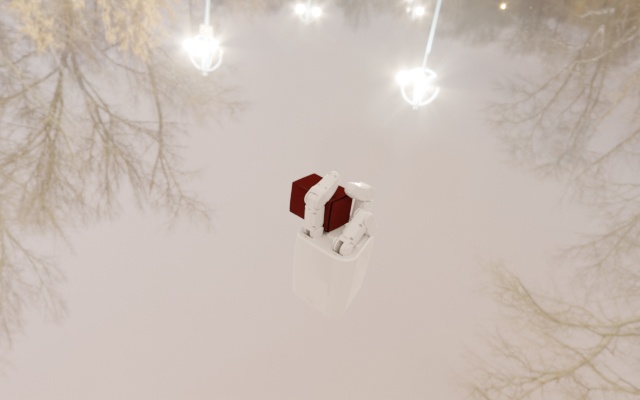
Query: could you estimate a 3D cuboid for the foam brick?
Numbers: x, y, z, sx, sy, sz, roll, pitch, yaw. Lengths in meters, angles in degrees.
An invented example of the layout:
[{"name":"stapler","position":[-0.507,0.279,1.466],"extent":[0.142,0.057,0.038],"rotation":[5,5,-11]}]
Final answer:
[{"name":"foam brick","position":[0.000,0.002,0.696],"extent":[0.078,0.051,0.053],"rotation":[28,34,33]}]
